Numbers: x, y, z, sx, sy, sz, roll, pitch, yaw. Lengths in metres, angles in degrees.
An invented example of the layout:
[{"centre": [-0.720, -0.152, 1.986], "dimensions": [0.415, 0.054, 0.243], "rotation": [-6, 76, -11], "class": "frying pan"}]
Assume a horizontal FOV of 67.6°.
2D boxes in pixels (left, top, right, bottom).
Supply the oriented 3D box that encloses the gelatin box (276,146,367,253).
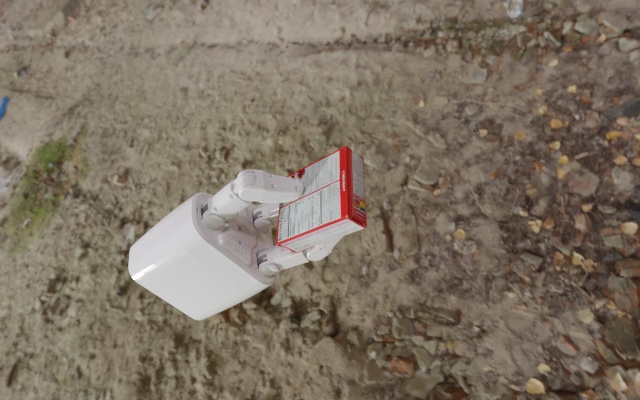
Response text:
[{"centre": [0.000, 0.001, 0.441], "dimensions": [0.089, 0.073, 0.030], "rotation": [-24, -38, 36], "class": "gelatin box"}]
